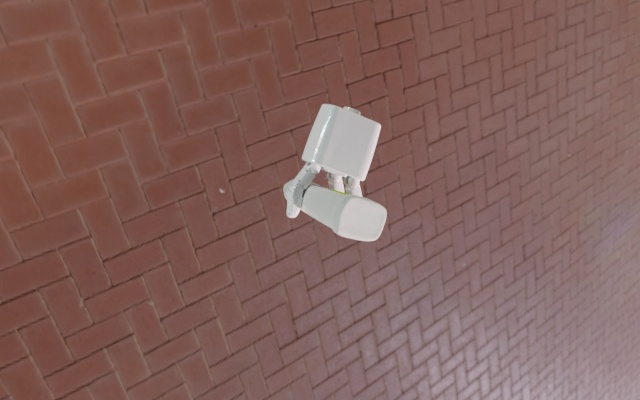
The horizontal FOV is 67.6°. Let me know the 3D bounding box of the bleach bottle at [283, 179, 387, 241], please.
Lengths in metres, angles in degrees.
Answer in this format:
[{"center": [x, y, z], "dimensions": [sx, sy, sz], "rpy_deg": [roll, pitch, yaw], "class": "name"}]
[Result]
[{"center": [0.000, 0.003, 0.847], "dimensions": [0.102, 0.068, 0.250], "rpy_deg": [16, 4, -36], "class": "bleach bottle"}]
